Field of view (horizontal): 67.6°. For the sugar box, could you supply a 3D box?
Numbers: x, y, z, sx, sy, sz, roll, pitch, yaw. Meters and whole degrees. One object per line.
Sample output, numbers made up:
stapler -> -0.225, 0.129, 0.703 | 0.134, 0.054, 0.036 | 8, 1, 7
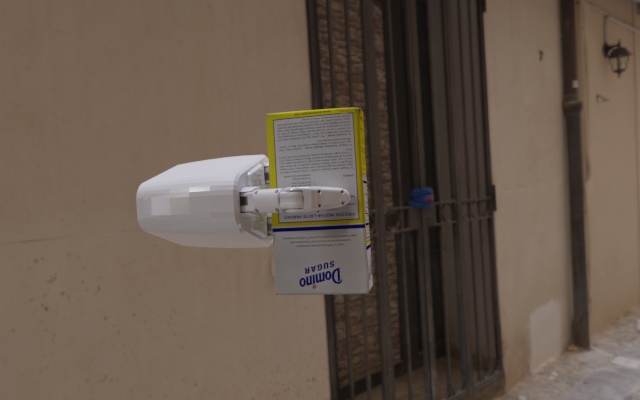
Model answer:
sugar box -> 0.000, 0.001, 0.469 | 0.093, 0.176, 0.048 | -2, 2, 12
